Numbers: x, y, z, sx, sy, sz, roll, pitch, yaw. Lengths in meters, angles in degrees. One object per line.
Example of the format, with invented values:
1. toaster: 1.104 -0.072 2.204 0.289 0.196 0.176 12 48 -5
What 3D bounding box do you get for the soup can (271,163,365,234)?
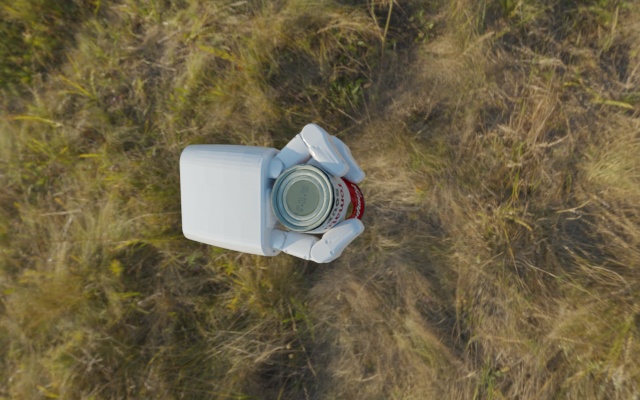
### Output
1. soup can: 0.000 0.002 0.499 0.068 0.068 0.102 0 -5 22
